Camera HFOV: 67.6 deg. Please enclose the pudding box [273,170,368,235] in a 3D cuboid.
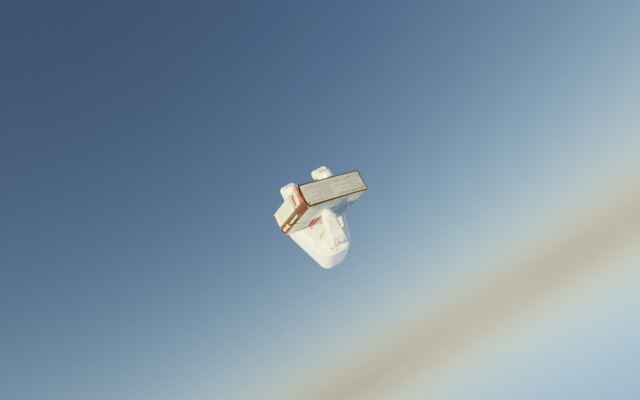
[{"bbox_3d":[0.000,0.002,0.690,0.113,0.039,0.090,-18,-20,-37],"label":"pudding box"}]
